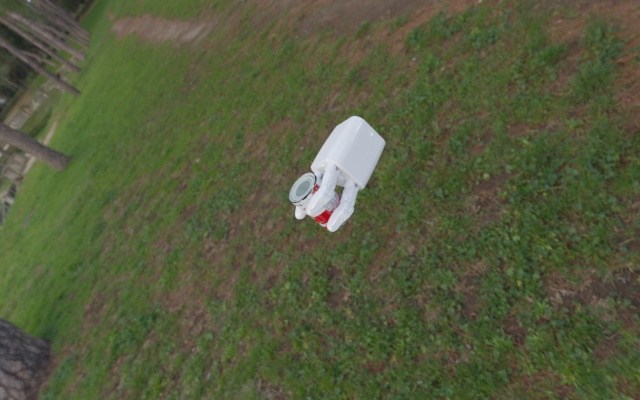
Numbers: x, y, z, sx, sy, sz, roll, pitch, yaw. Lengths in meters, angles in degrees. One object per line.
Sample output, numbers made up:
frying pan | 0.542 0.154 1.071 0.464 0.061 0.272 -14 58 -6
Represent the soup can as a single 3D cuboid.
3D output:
soup can | 0.000 0.003 0.892 0.102 0.068 0.068 39 -23 -31
